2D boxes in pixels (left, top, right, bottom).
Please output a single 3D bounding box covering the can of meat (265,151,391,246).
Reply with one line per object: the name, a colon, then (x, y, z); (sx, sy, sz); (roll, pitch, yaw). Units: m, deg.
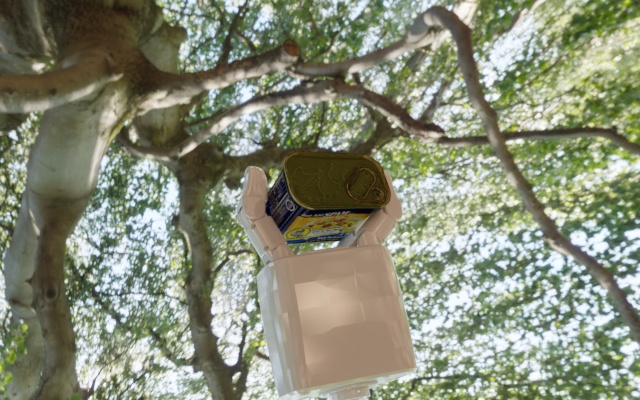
can of meat: (0.000, 0.002, 0.449); (0.102, 0.057, 0.084); (-1, -29, -29)
